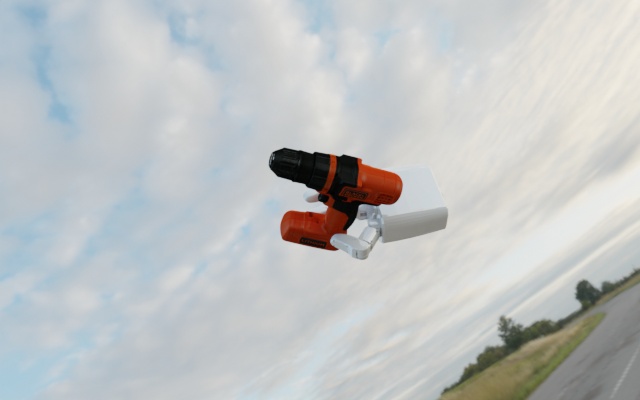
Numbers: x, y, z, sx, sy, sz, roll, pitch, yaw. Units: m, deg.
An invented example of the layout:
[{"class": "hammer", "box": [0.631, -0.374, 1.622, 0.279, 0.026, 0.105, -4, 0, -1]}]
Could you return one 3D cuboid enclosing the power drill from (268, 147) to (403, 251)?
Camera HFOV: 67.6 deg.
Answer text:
[{"class": "power drill", "box": [0.000, 0.002, 0.687, 0.184, 0.057, 0.188, 14, -33, -13]}]
